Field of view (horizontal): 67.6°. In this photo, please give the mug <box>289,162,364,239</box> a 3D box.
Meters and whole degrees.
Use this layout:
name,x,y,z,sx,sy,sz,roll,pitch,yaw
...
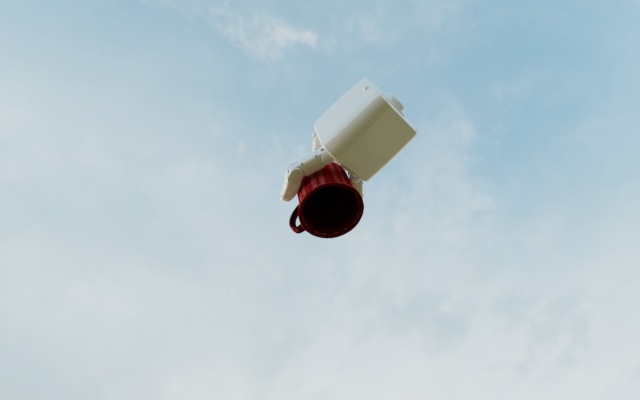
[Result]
name,x,y,z,sx,sy,sz,roll,pitch,yaw
mug,-0.001,0.003,0.697,0.093,0.117,0.081,39,18,-29
